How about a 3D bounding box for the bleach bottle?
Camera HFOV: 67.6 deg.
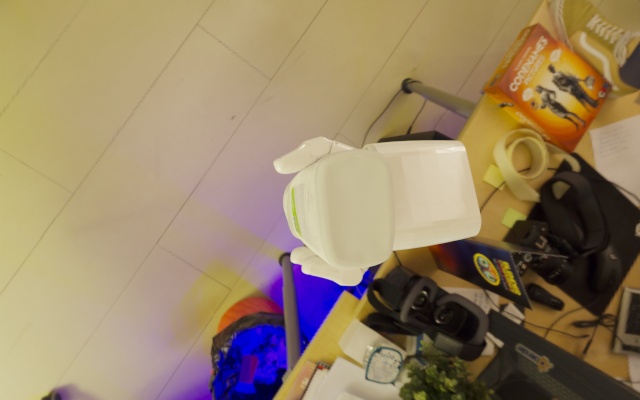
[{"bbox_3d":[0.000,0.002,0.507,0.068,0.102,0.251,-6,5,-14],"label":"bleach bottle"}]
